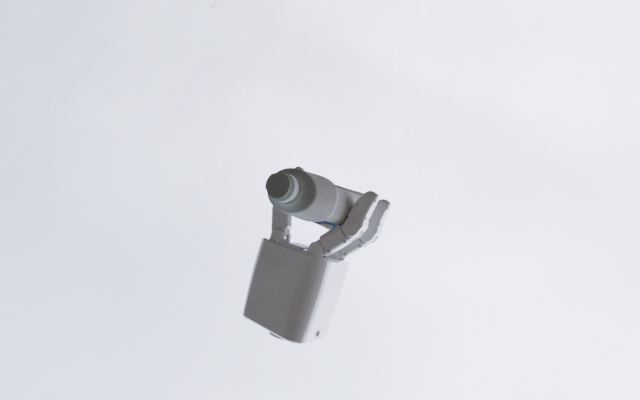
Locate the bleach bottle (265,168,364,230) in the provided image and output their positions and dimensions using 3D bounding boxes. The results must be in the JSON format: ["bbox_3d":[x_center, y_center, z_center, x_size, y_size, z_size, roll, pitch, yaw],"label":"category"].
[{"bbox_3d":[0.000,0.002,0.601,0.102,0.068,0.251,16,-2,26],"label":"bleach bottle"}]
